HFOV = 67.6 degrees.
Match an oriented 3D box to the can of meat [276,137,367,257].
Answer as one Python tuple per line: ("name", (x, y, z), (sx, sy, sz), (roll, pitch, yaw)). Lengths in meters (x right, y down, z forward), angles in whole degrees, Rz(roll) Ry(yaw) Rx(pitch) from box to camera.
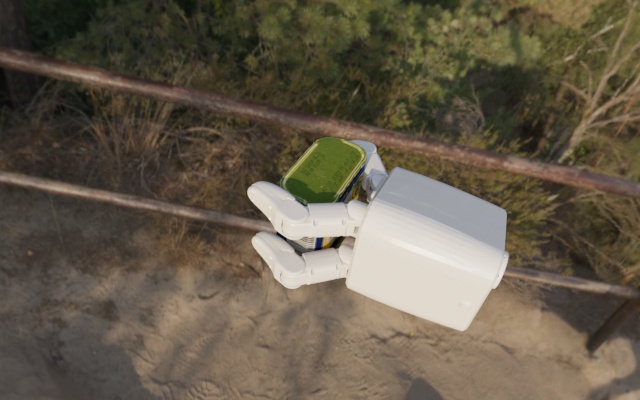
("can of meat", (0.000, 0.001, 0.442), (0.057, 0.084, 0.102), (23, 46, 14))
